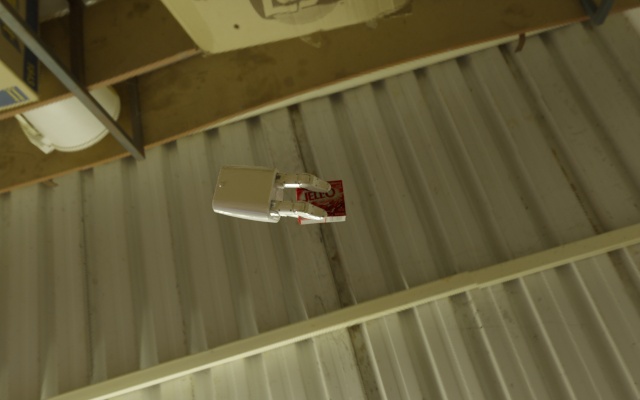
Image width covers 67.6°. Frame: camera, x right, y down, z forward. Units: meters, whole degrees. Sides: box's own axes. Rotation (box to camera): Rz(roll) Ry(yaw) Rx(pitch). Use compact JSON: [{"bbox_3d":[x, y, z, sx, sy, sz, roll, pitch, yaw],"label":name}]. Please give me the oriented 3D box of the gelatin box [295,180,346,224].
[{"bbox_3d":[0.000,0.003,0.886,0.089,0.073,0.030,-4,-23,-3],"label":"gelatin box"}]
